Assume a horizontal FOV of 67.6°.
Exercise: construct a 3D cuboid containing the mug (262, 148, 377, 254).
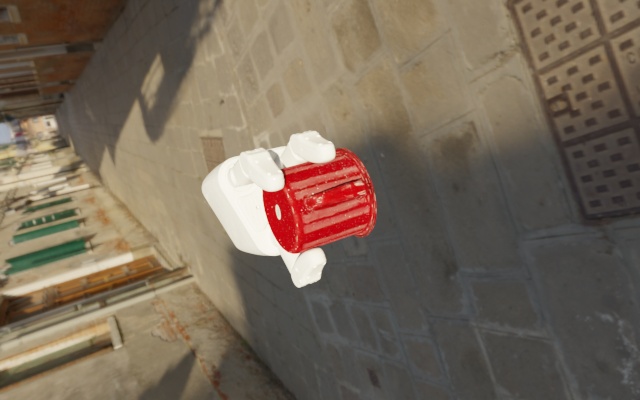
[{"bbox_3d":[0.001,0.001,0.453,0.081,0.093,0.117,-17,2,-26],"label":"mug"}]
